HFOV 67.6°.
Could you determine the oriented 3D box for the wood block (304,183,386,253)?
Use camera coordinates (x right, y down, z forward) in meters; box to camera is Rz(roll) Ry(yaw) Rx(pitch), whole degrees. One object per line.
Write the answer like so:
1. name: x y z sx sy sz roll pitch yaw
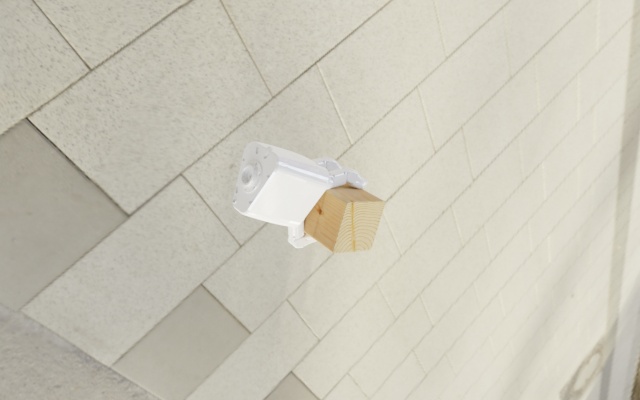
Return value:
1. wood block: 0.000 0.003 0.825 0.090 0.091 0.206 -1 23 -41
